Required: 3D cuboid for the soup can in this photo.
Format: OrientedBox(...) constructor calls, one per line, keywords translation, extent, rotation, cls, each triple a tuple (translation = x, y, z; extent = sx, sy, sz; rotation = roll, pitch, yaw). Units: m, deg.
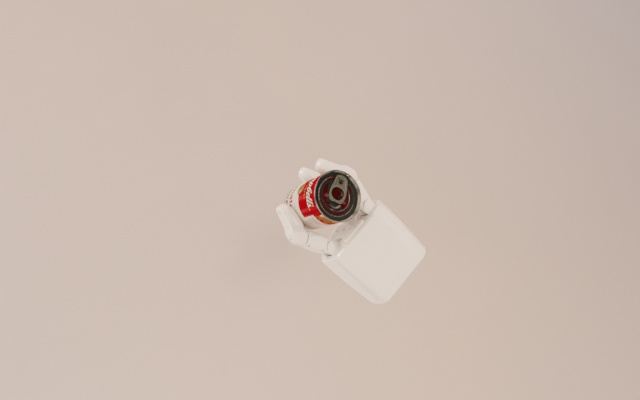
OrientedBox(translation=(0.000, 0.002, 0.648), extent=(0.068, 0.068, 0.102), rotation=(0, -9, -27), cls="soup can")
